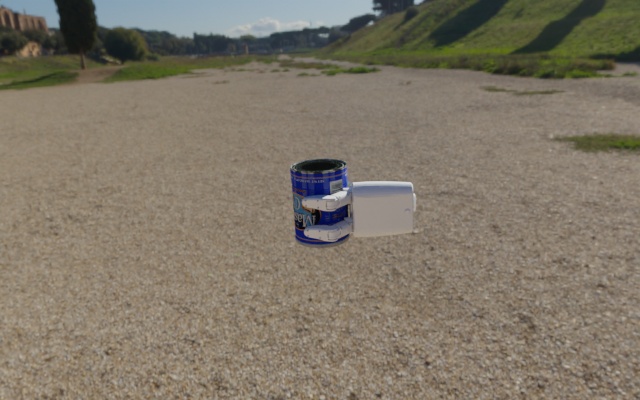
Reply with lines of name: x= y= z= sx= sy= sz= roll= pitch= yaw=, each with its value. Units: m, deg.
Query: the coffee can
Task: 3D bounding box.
coffee can: x=0.000 y=0.003 z=0.873 sx=0.103 sy=0.140 sz=0.102 roll=-3 pitch=18 yaw=1
